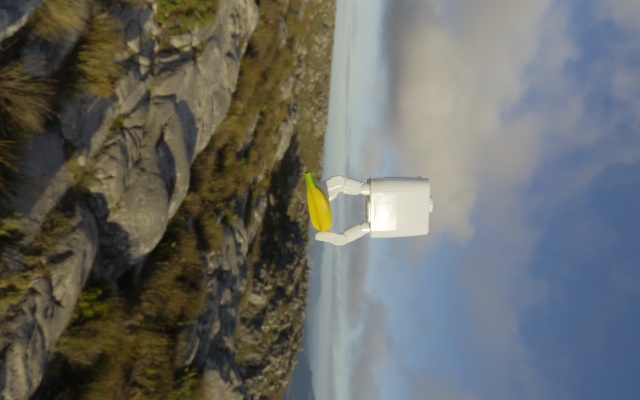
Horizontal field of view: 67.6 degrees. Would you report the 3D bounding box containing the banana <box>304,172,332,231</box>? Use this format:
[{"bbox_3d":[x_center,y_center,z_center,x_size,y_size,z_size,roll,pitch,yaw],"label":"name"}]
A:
[{"bbox_3d":[0.001,0.019,0.844,0.037,0.069,0.198,-5,-23,2],"label":"banana"}]
